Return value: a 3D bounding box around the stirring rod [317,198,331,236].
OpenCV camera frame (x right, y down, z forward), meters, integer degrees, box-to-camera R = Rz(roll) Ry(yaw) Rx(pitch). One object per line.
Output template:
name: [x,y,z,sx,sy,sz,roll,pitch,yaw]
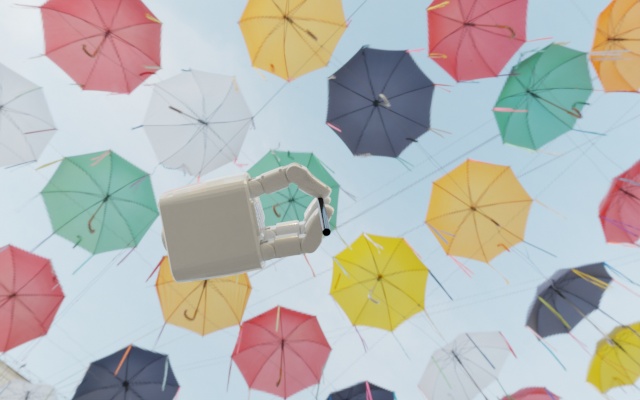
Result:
stirring rod: [0.000,0.002,0.560,0.011,0.011,0.239,0,13,-3]
